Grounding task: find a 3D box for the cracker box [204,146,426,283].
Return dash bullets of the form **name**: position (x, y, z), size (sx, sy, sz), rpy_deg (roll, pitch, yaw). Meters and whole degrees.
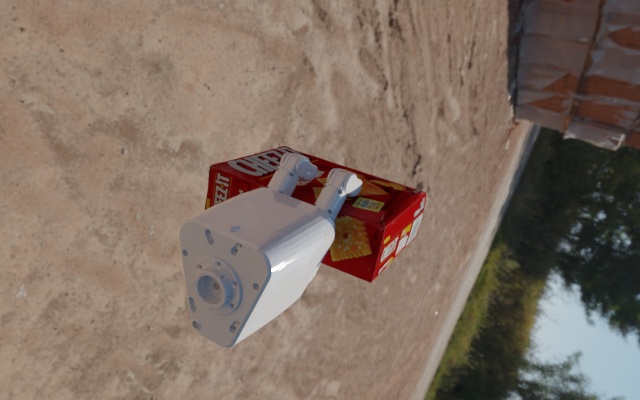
- **cracker box**: position (0.000, 0.002, 0.565), size (0.213, 0.072, 0.164), rpy_deg (20, 22, 22)
